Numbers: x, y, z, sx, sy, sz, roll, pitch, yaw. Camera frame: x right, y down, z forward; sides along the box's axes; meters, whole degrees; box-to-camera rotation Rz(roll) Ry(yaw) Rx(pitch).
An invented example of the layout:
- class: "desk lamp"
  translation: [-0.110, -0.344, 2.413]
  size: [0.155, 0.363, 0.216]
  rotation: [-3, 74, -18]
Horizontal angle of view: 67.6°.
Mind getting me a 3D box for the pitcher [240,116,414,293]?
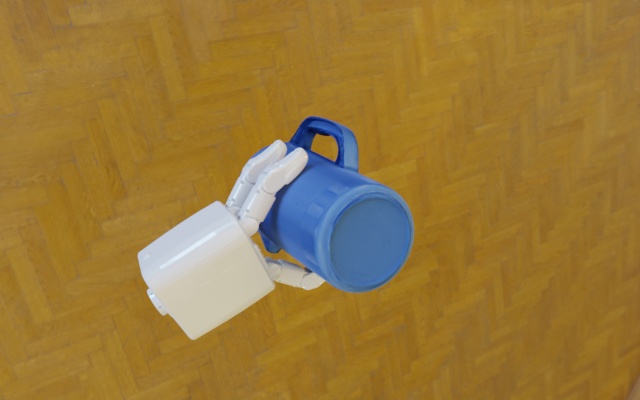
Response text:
- class: "pitcher"
  translation: [0.000, 0.002, 0.548]
  size: [0.145, 0.149, 0.242]
  rotation: [-31, 24, -15]
